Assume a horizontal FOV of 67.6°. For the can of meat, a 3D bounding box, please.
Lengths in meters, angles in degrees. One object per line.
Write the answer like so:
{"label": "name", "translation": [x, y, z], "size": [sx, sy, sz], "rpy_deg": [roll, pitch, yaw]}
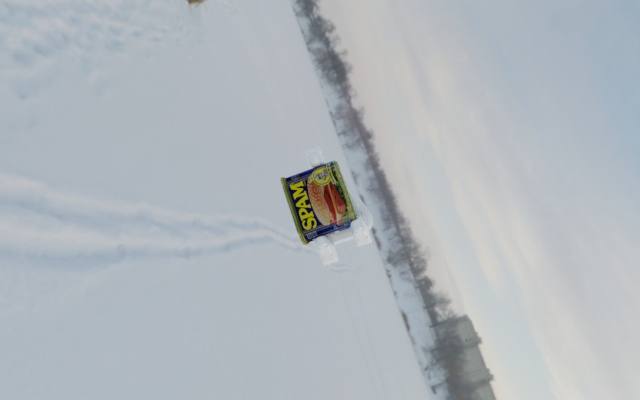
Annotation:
{"label": "can of meat", "translation": [0.000, 0.002, 0.680], "size": [0.084, 0.102, 0.057], "rpy_deg": [-20, -10, 5]}
